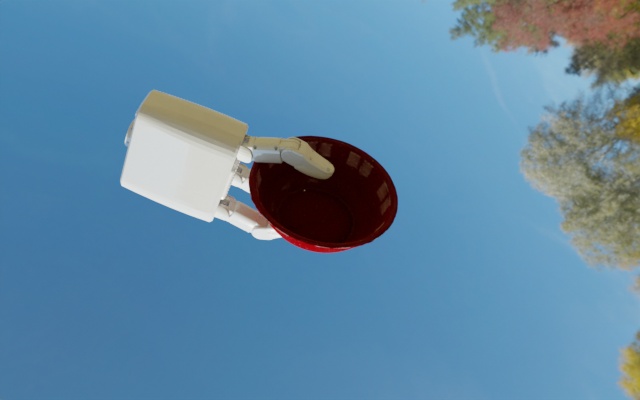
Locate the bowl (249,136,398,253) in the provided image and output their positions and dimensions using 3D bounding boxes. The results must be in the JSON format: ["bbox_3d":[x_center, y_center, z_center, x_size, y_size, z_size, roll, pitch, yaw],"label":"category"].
[{"bbox_3d":[0.001,0.003,0.524,0.162,0.162,0.055,0,-42,-14],"label":"bowl"}]
